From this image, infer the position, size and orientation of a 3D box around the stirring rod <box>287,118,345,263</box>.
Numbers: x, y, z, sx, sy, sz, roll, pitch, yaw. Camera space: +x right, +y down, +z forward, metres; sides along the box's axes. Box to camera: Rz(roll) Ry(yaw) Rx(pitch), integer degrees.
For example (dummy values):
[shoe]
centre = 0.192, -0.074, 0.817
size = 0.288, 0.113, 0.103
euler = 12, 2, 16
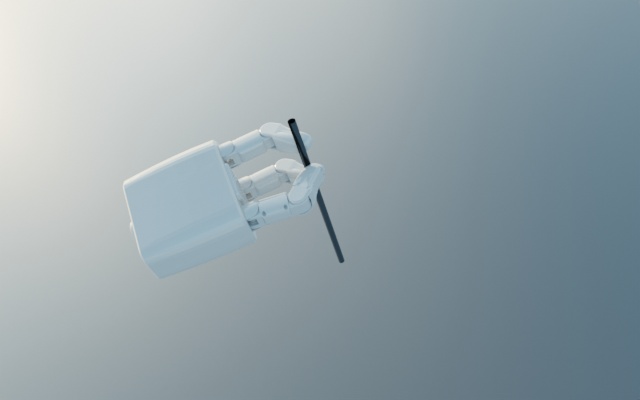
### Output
[stirring rod]
centre = 0.000, 0.002, 0.543
size = 0.011, 0.011, 0.240
euler = 0, -40, 18
